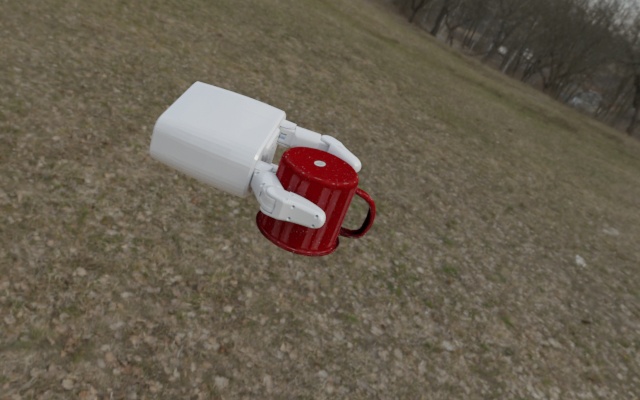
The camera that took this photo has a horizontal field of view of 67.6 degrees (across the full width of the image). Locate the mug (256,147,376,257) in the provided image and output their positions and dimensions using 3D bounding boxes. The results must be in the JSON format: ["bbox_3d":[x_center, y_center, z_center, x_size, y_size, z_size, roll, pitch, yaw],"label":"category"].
[{"bbox_3d":[0.001,0.002,0.491,0.117,0.081,0.093,20,26,-2],"label":"mug"}]
